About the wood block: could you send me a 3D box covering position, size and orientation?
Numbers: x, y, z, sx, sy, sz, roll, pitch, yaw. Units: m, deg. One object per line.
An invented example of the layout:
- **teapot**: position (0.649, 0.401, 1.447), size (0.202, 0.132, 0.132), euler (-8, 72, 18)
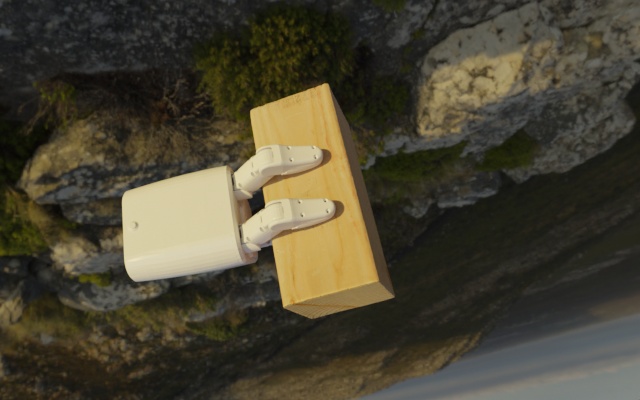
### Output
- **wood block**: position (0.000, 0.002, 0.481), size (0.090, 0.206, 0.091), euler (-17, -24, 10)
